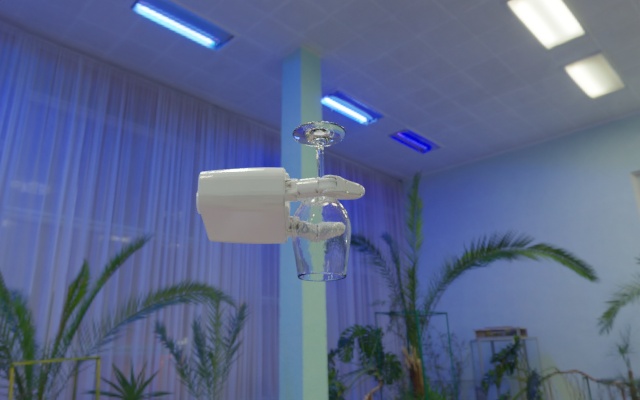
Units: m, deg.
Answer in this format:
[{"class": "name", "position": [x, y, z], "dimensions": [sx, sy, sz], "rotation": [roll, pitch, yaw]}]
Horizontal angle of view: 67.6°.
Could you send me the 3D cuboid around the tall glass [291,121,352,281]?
[{"class": "tall glass", "position": [0.000, 0.001, 0.629], "dimensions": [0.079, 0.201, 0.079], "rotation": [-1, -19, 0]}]
